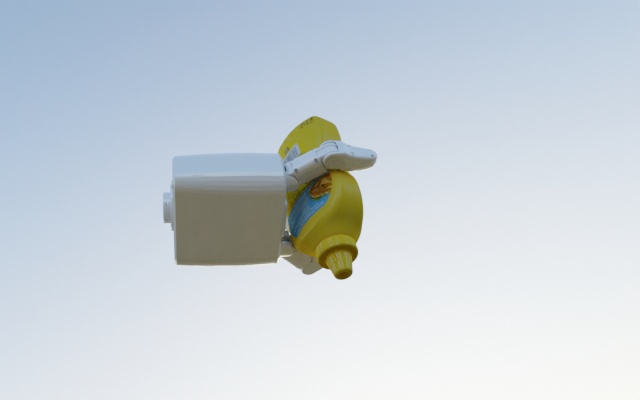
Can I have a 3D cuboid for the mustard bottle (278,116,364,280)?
[{"bbox_3d":[0.000,0.002,0.506,0.058,0.191,0.096,19,-54,-33],"label":"mustard bottle"}]
